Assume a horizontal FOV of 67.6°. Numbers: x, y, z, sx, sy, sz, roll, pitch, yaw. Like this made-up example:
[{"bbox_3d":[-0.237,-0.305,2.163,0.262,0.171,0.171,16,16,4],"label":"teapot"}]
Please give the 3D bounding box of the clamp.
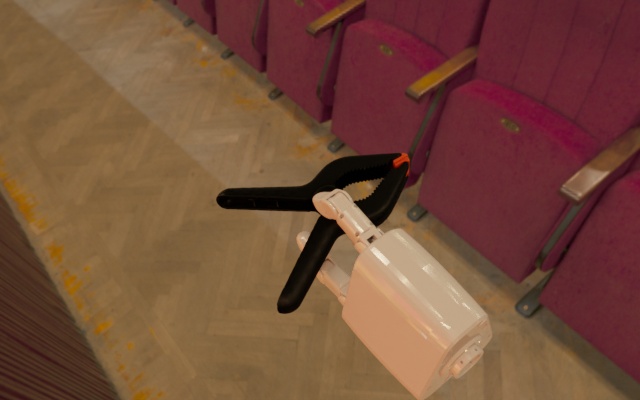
[{"bbox_3d":[0.001,0.001,0.511,0.210,0.164,0.036,-34,-32,-16],"label":"clamp"}]
